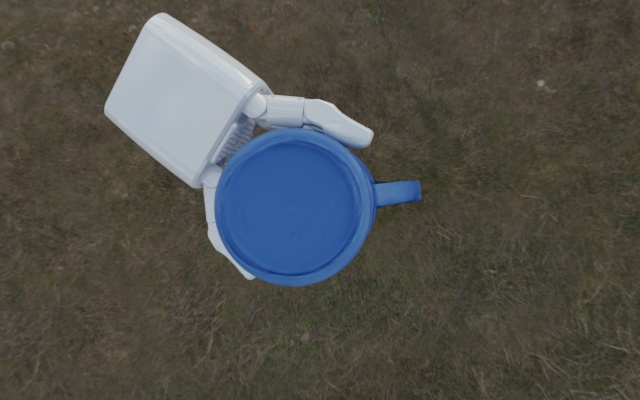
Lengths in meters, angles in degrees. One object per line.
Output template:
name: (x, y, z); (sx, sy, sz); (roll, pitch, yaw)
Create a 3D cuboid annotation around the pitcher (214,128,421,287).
pitcher: (0.000, 0.001, 0.432); (0.145, 0.149, 0.243); (39, 3, 3)
